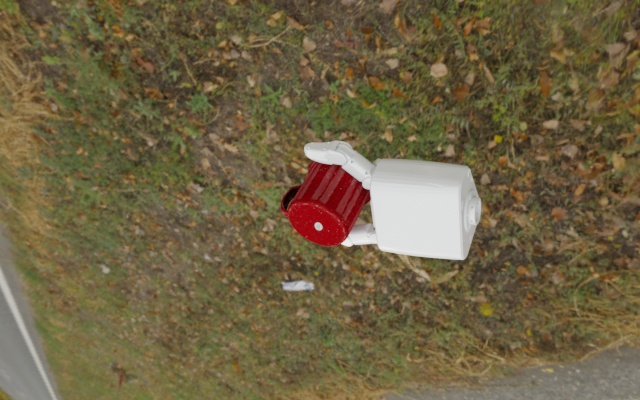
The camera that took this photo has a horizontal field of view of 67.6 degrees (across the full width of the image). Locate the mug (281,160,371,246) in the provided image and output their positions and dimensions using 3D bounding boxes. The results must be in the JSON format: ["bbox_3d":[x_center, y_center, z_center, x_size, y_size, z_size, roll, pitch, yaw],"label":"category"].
[{"bbox_3d":[-0.001,0.002,0.608,0.117,0.093,0.081,5,47,30],"label":"mug"}]
